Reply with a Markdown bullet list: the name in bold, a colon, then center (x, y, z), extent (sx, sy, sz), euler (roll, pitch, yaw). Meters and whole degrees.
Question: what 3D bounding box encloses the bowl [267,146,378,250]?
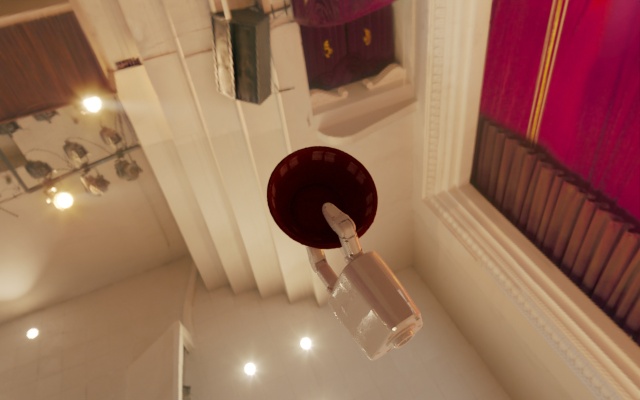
- **bowl**: center (0.000, 0.001, 0.705), extent (0.162, 0.162, 0.055), euler (0, -23, -9)
